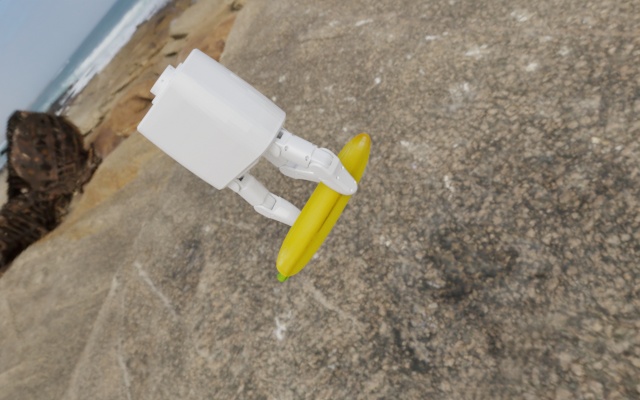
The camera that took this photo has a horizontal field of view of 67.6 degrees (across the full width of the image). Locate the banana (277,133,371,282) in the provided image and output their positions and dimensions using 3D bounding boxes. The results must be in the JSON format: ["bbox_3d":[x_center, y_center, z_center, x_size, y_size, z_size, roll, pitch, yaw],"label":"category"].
[{"bbox_3d":[0.002,0.007,0.525,0.037,0.198,0.069,33,-1,-12],"label":"banana"}]
